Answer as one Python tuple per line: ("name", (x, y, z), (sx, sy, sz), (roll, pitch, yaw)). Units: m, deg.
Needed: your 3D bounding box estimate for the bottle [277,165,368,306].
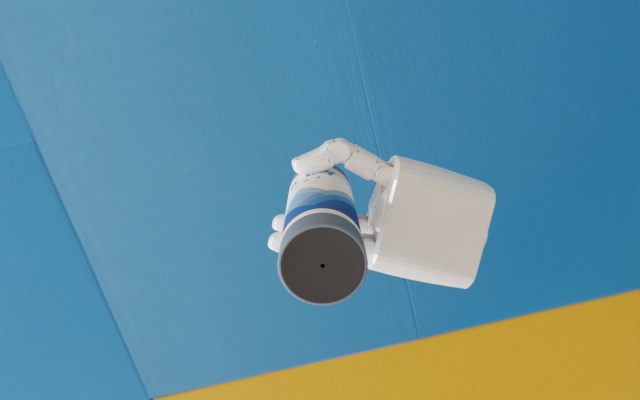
("bottle", (0.000, 0.002, 0.488), (0.069, 0.069, 0.295), (0, 18, -1))
